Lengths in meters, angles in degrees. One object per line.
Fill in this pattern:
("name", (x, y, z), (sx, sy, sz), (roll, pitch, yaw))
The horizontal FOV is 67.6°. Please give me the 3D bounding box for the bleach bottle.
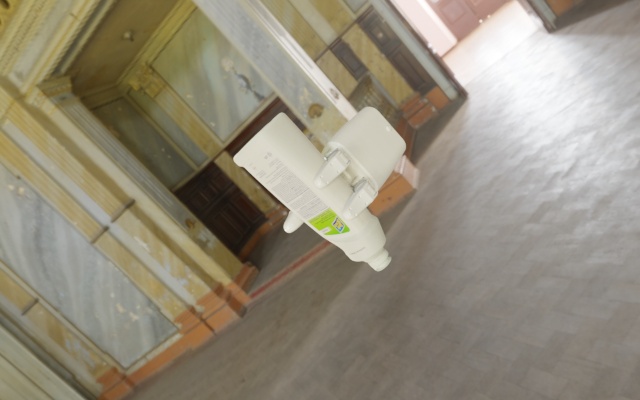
("bleach bottle", (0.000, 0.002, 0.658), (0.068, 0.251, 0.102), (-50, 12, -35))
